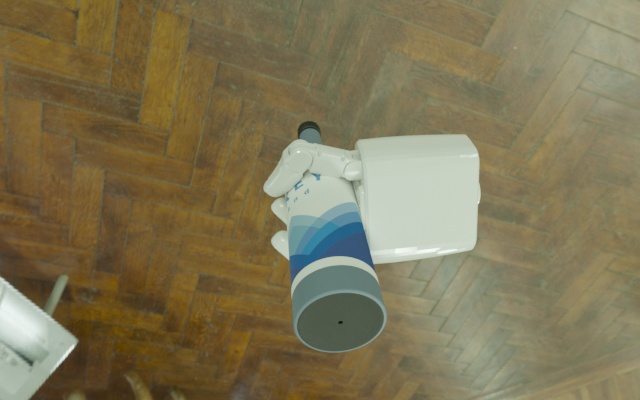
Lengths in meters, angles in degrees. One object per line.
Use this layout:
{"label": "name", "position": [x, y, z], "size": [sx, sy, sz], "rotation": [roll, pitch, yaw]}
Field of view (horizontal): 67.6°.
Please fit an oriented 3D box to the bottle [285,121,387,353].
{"label": "bottle", "position": [0.000, 0.002, 0.454], "size": [0.069, 0.069, 0.295], "rotation": [0, 35, -7]}
